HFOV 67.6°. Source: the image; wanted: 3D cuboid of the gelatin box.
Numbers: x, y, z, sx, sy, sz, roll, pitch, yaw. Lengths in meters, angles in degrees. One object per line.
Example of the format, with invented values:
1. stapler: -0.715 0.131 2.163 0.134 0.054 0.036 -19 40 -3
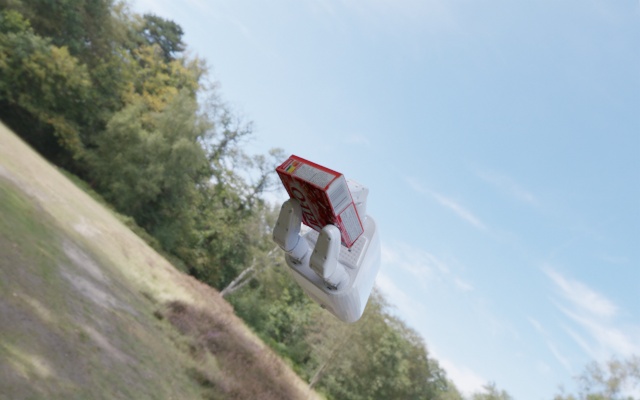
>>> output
1. gelatin box: 0.000 0.001 0.491 0.073 0.089 0.030 25 61 40
